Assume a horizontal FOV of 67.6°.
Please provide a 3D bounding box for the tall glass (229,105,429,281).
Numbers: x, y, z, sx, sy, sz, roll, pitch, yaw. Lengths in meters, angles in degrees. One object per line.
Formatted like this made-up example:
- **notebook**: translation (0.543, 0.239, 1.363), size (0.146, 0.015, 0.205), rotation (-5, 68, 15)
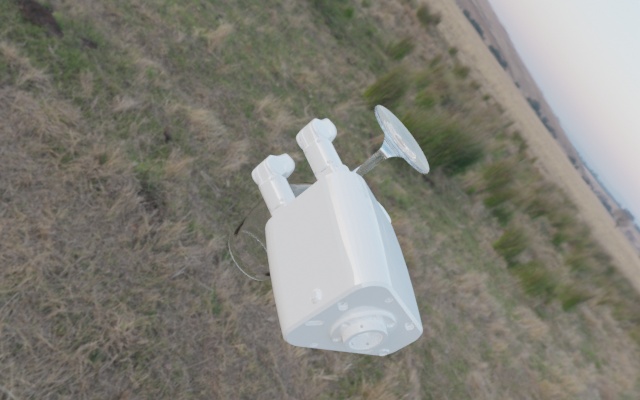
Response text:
- **tall glass**: translation (0.001, 0.001, 0.456), size (0.201, 0.079, 0.079), rotation (-37, -17, 24)
